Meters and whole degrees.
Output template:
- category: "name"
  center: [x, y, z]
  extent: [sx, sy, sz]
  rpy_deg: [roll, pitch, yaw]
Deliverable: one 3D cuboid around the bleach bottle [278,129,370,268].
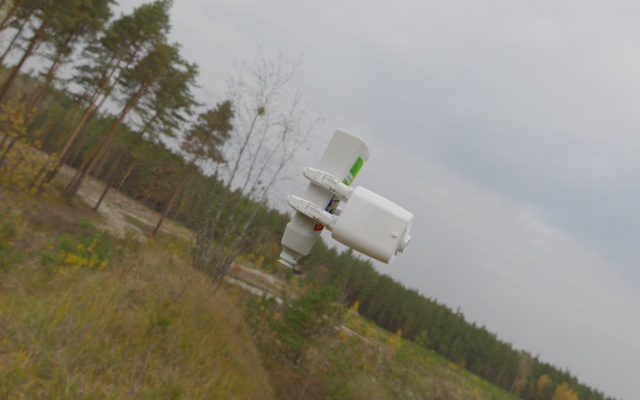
- category: "bleach bottle"
  center: [0.000, 0.003, 0.845]
  extent: [0.068, 0.251, 0.102]
  rpy_deg: [27, -6, 15]
